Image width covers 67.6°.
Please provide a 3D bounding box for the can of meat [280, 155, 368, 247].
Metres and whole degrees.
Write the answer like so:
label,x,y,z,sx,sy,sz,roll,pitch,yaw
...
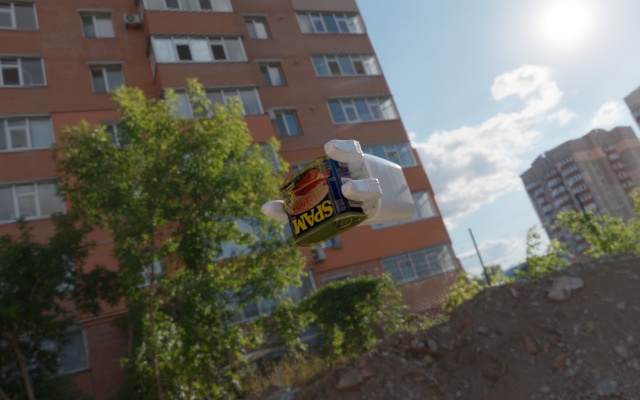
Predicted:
label,x,y,z,sx,sy,sz,roll,pitch,yaw
can of meat,0.000,0.002,0.606,0.102,0.084,0.057,-31,-22,37
